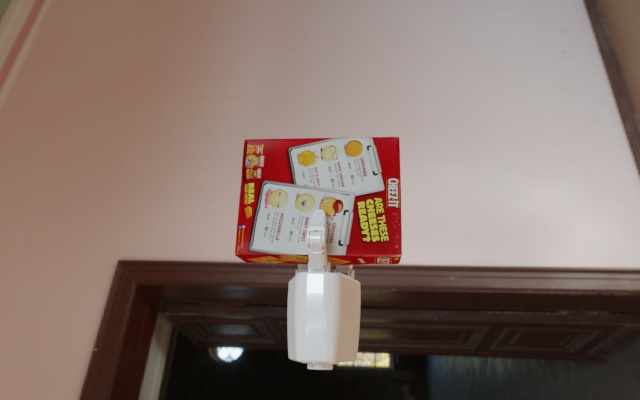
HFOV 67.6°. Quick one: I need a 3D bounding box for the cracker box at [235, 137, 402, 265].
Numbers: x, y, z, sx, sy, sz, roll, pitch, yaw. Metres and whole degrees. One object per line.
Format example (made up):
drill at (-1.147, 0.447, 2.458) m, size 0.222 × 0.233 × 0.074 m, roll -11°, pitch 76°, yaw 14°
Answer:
cracker box at (0.000, 0.002, 0.650) m, size 0.214 × 0.164 × 0.072 m, roll 0°, pitch -17°, yaw 6°
